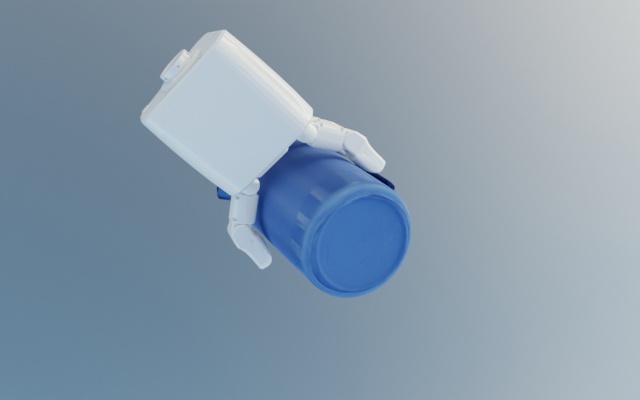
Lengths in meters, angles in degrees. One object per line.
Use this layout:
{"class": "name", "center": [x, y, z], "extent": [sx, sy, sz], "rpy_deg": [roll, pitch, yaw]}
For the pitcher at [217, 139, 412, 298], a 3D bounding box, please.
{"class": "pitcher", "center": [0.000, 0.002, 0.515], "extent": [0.145, 0.149, 0.242], "rpy_deg": [41, -2, -29]}
